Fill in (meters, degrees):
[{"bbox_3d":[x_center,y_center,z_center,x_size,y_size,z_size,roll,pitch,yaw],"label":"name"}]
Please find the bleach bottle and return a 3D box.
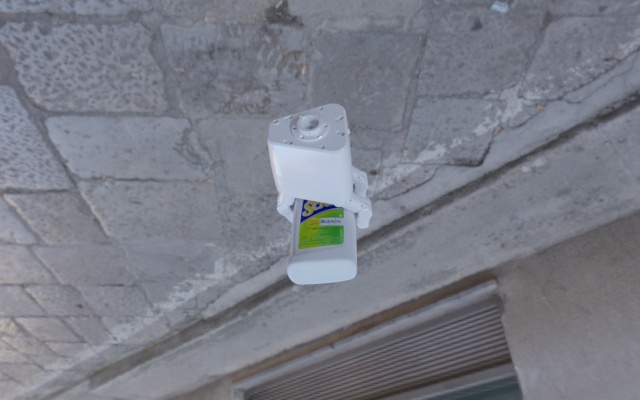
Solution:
[{"bbox_3d":[0.000,0.002,0.744,0.102,0.250,0.068,-5,-37,3],"label":"bleach bottle"}]
